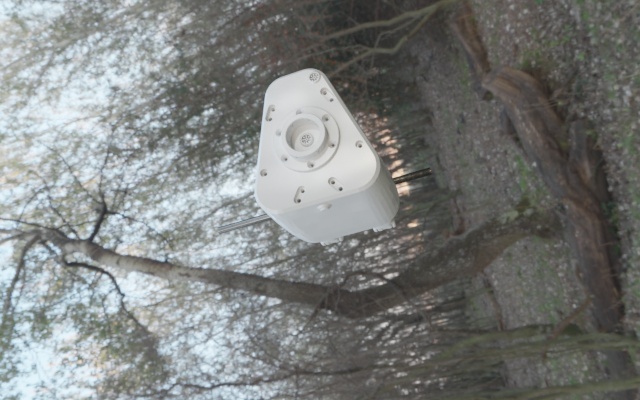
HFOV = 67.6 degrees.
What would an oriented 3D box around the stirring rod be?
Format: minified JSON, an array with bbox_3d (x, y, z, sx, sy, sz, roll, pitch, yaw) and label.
[{"bbox_3d":[0.000,0.002,0.515,0.239,0.011,0.011,-16,-3,10],"label":"stirring rod"}]
